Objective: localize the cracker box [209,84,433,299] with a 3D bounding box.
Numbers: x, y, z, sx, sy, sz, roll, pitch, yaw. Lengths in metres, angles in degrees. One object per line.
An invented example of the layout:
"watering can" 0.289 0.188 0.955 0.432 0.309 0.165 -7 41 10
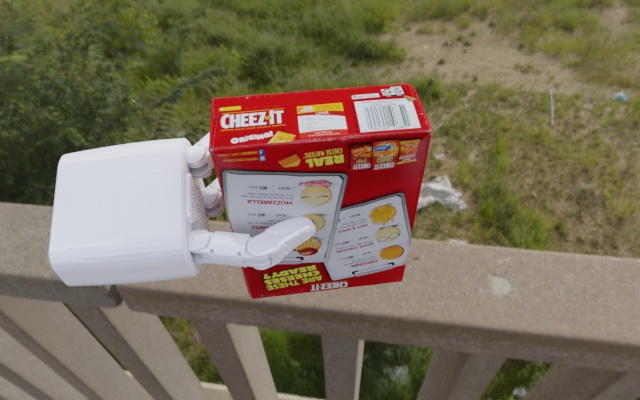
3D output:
"cracker box" 0.000 0.001 0.440 0.164 0.072 0.214 -6 -40 -3
